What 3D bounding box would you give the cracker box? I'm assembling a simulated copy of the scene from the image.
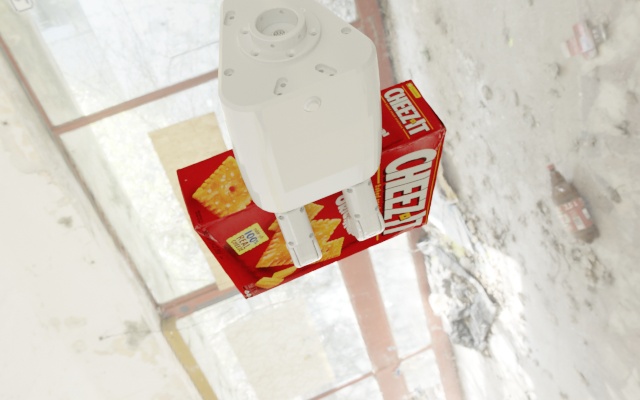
[{"bbox_3d":[0.000,0.001,0.445,0.213,0.072,0.164,-21,-31,-7],"label":"cracker box"}]
